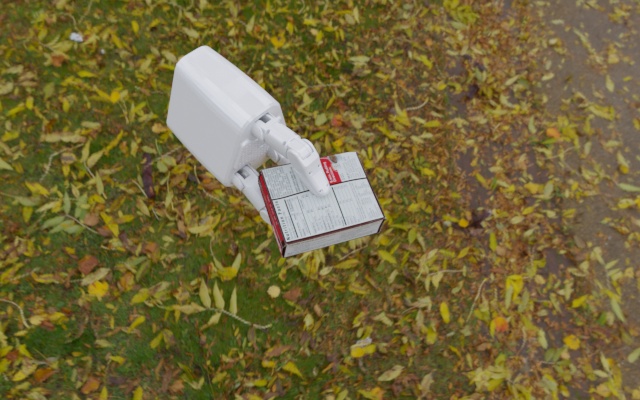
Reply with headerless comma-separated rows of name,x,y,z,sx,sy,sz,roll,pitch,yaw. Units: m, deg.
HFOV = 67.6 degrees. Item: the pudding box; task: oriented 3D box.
pudding box,0.000,0.002,0.500,0.113,0.090,0.039,-14,-24,-15
